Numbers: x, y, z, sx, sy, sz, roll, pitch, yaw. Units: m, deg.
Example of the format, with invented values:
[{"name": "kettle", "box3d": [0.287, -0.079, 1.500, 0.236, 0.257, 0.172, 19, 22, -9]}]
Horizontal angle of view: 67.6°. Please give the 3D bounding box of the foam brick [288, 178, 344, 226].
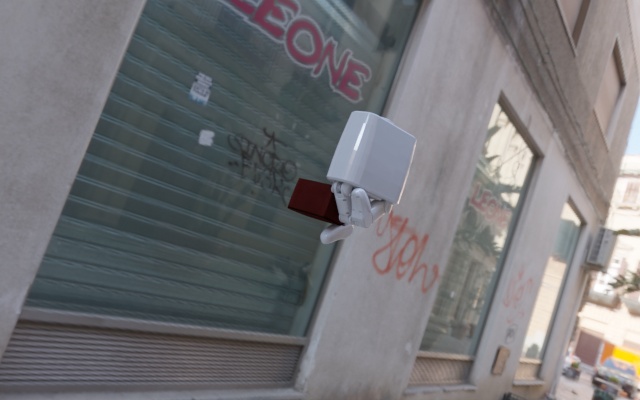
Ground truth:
[{"name": "foam brick", "box3d": [0.000, 0.002, 0.731, 0.078, 0.051, 0.053, 14, -7, 40]}]
